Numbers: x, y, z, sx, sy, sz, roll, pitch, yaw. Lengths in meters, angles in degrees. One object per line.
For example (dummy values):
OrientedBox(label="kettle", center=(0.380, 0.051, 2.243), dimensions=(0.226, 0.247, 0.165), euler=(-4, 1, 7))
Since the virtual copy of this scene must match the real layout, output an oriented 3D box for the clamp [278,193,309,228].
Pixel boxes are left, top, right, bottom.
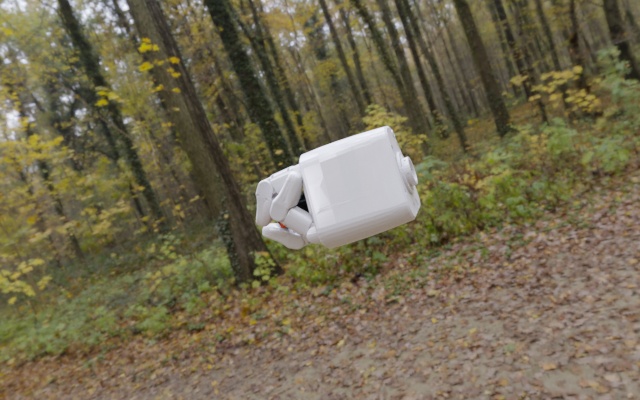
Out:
OrientedBox(label="clamp", center=(0.000, 0.002, 0.643), dimensions=(0.120, 0.039, 0.171), euler=(-19, 5, 19))
